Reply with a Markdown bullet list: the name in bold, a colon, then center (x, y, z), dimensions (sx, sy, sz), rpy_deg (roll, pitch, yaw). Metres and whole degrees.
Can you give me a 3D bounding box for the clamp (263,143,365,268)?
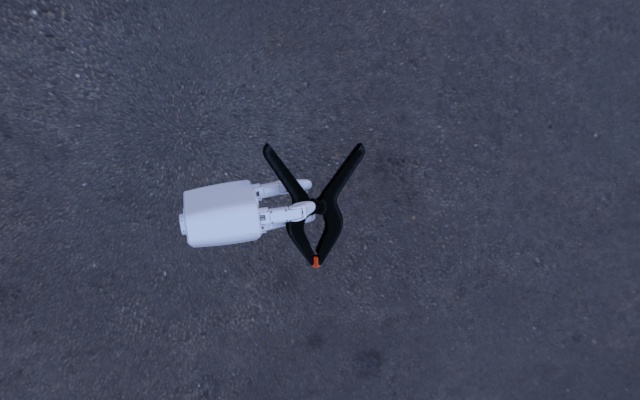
- **clamp**: center (0.000, 0.003, 0.776), dimensions (0.164, 0.210, 0.036), rpy_deg (-8, 10, -10)
